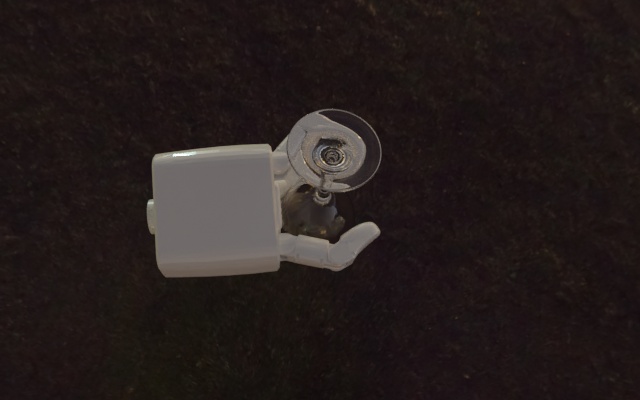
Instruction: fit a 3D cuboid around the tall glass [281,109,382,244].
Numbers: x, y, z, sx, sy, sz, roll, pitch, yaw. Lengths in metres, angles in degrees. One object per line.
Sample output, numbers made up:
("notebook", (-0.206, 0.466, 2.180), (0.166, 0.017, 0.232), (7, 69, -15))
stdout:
("tall glass", (0.000, 0.001, 0.457), (0.079, 0.079, 0.201), (0, -25, -6))
